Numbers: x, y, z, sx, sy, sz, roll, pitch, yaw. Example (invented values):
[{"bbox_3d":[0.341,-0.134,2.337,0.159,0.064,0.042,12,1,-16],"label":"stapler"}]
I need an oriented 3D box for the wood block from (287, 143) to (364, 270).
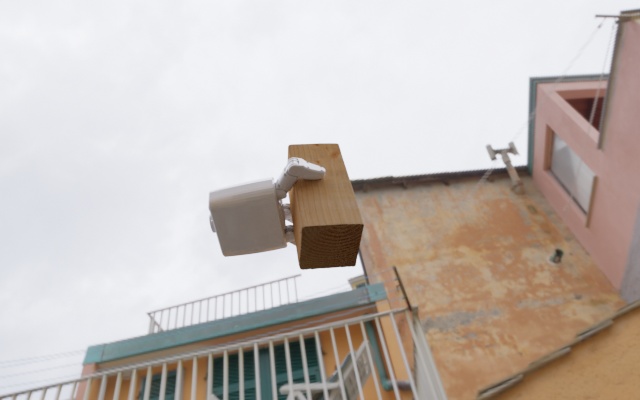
[{"bbox_3d":[0.000,0.002,0.766,0.090,0.091,0.206,-2,41,-9],"label":"wood block"}]
